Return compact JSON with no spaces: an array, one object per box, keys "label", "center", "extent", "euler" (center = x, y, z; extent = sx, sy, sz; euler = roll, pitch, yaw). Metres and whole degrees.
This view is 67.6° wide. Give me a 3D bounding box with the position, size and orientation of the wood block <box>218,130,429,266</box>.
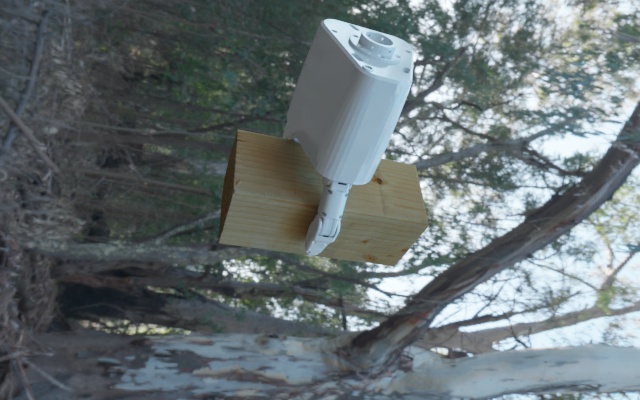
[{"label":"wood block","center":[0.000,0.002,0.525],"extent":[0.206,0.090,0.090],"euler":[10,-40,-16]}]
